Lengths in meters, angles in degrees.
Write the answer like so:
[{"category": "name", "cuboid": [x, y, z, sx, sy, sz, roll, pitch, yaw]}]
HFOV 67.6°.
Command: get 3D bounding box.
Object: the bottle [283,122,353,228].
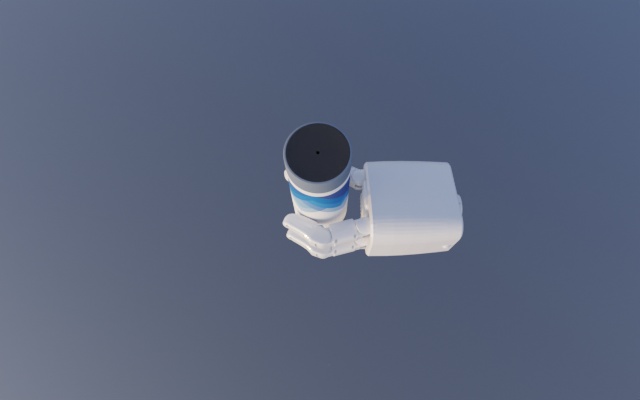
[{"category": "bottle", "cuboid": [0.000, 0.002, 0.592, 0.069, 0.069, 0.296, 0, -19, 1]}]
